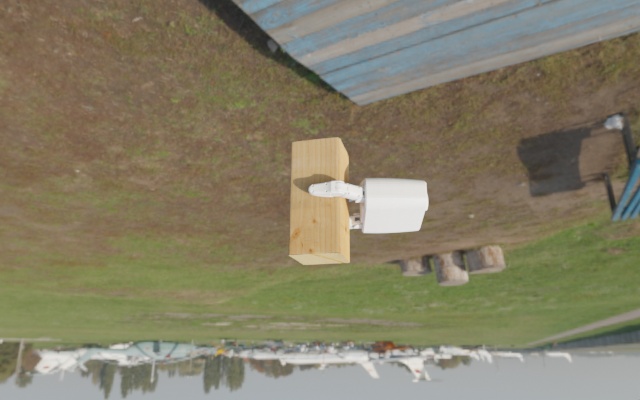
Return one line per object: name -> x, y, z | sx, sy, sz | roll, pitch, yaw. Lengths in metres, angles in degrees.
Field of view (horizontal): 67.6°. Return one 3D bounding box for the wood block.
wood block -> 0.000, 0.003, 0.850 | 0.090, 0.206, 0.091 | -4, -19, 13
